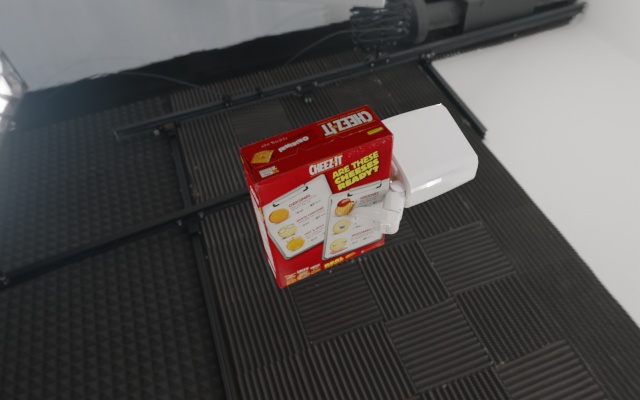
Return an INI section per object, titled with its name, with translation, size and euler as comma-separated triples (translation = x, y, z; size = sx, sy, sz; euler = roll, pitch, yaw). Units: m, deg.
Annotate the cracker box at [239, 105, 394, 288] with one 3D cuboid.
[cracker box]
translation = 0.000, 0.002, 0.602
size = 0.164, 0.072, 0.214
euler = -21, -39, -13
